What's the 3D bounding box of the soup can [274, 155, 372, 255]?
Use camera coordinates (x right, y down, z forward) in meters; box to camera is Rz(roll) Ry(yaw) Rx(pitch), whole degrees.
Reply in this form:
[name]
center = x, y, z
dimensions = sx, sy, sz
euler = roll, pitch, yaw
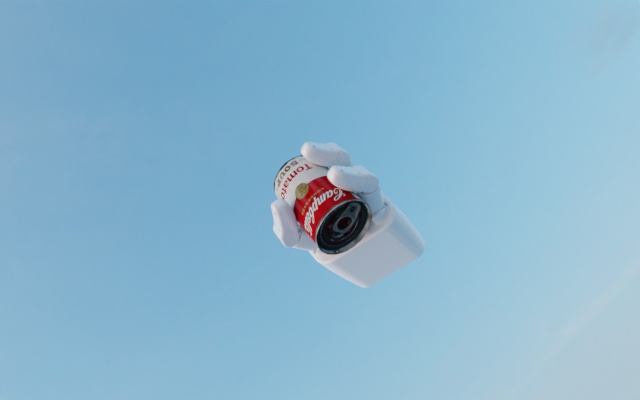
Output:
[soup can]
center = 0.000, 0.001, 0.522
dimensions = 0.068, 0.068, 0.102
euler = 0, 32, -36
